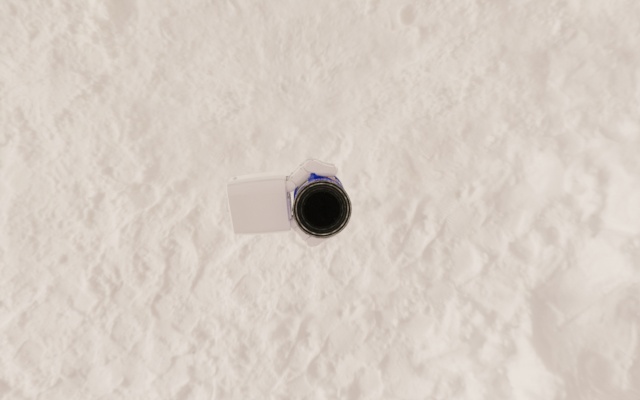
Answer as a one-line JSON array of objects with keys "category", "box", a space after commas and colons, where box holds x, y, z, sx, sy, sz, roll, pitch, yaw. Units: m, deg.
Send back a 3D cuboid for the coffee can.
[{"category": "coffee can", "box": [0.000, 0.003, 0.879, 0.103, 0.103, 0.140, 0, 10, -2]}]
